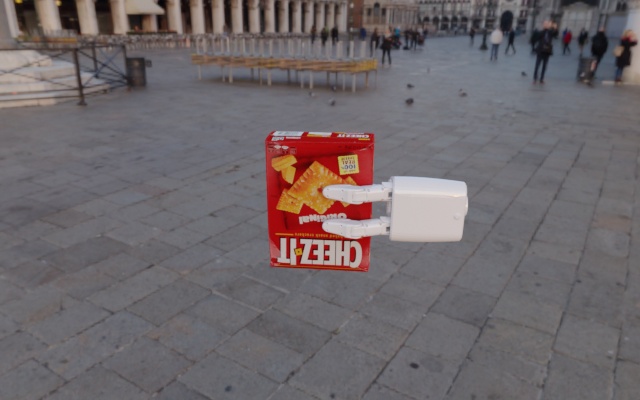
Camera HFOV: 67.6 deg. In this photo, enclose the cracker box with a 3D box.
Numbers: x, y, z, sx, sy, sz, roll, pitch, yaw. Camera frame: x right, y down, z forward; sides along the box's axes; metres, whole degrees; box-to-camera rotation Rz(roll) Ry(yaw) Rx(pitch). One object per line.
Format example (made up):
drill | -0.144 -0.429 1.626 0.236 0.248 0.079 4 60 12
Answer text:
cracker box | 0.000 0.002 0.752 0.164 0.214 0.072 2 21 6
